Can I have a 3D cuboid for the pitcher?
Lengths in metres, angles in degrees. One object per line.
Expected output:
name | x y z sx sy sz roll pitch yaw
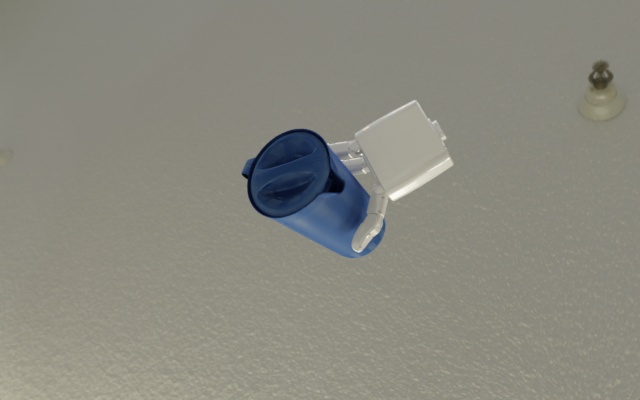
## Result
pitcher | 0.000 0.002 0.738 0.145 0.149 0.243 -33 -35 13
